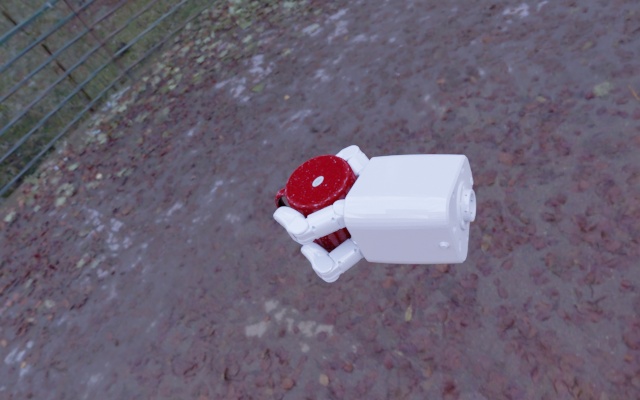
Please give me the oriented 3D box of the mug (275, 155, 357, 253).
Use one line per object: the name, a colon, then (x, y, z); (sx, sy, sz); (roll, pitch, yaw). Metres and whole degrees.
mug: (-0.001, 0.002, 0.562); (0.117, 0.093, 0.081); (-2, -40, 28)
